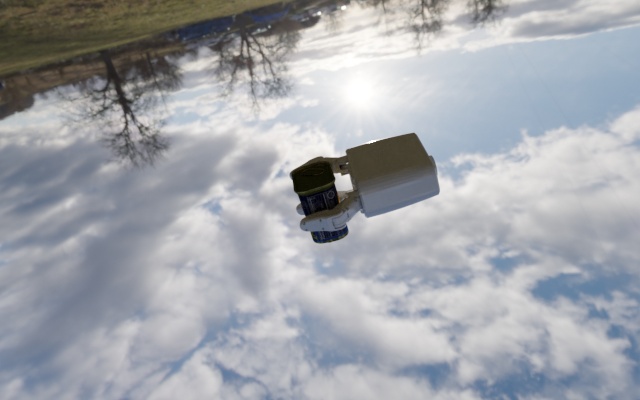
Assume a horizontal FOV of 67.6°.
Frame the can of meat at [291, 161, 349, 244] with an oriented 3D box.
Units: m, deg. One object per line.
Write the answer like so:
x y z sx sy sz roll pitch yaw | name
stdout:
0.000 0.003 0.670 0.057 0.084 0.102 -17 23 0 | can of meat
